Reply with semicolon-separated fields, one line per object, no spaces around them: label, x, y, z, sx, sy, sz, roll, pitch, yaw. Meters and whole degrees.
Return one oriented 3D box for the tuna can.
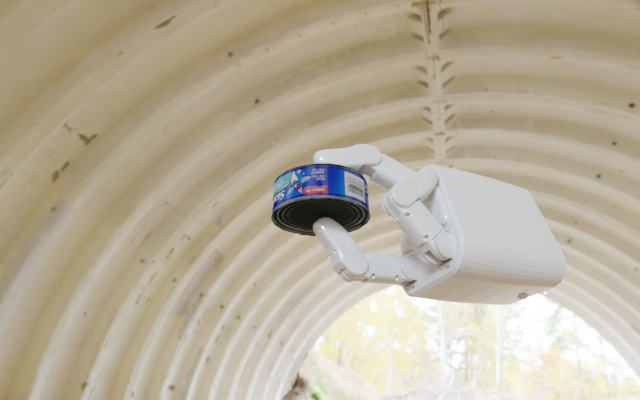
tuna can;0.000;0.001;0.420;0.086;0.033;0.086;-1;-25;0
